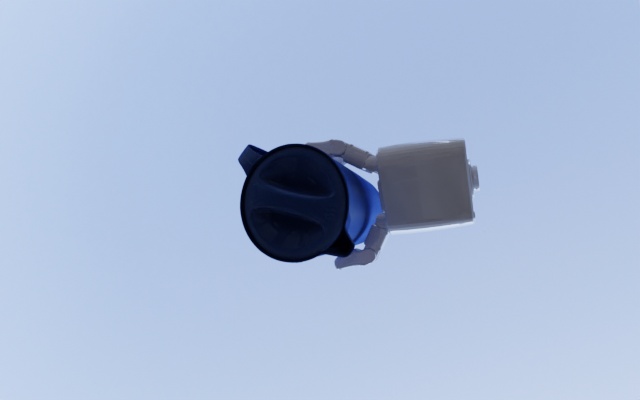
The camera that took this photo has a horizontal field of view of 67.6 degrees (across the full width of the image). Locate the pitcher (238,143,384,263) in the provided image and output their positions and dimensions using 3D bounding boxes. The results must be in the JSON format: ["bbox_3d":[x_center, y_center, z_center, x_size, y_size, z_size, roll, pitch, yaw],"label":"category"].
[{"bbox_3d":[0.000,0.002,0.639,0.145,0.149,0.243,-7,-6,19],"label":"pitcher"}]
